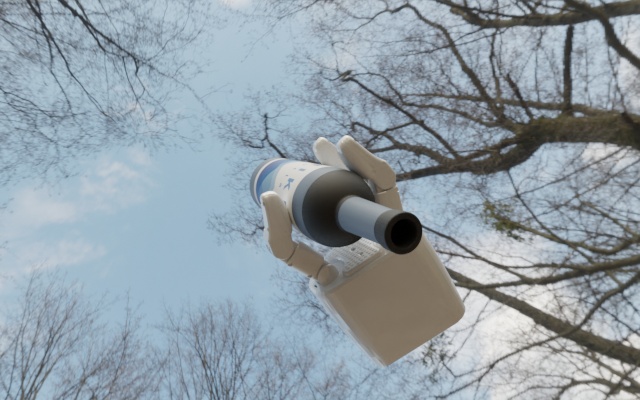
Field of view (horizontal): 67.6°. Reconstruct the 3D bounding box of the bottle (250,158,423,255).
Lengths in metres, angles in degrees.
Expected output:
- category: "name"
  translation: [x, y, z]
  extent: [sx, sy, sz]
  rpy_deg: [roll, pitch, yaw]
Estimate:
- category: "bottle"
  translation: [0.000, 0.001, 0.433]
  extent: [0.069, 0.069, 0.295]
  rpy_deg: [0, 8, -21]
